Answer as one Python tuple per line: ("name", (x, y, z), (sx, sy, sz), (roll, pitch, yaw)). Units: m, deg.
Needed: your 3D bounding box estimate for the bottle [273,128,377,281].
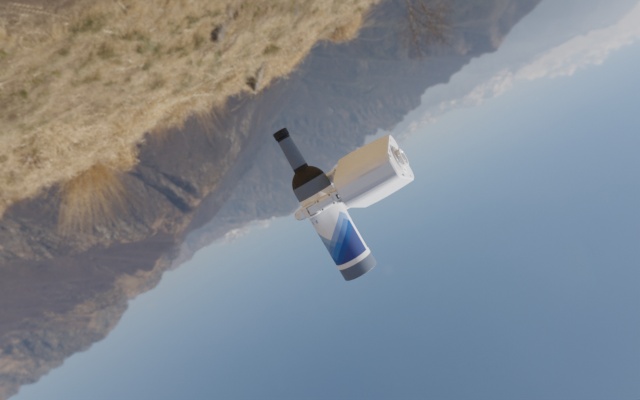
("bottle", (0.000, 0.003, 0.864), (0.069, 0.296, 0.069), (-30, 4, 2))
